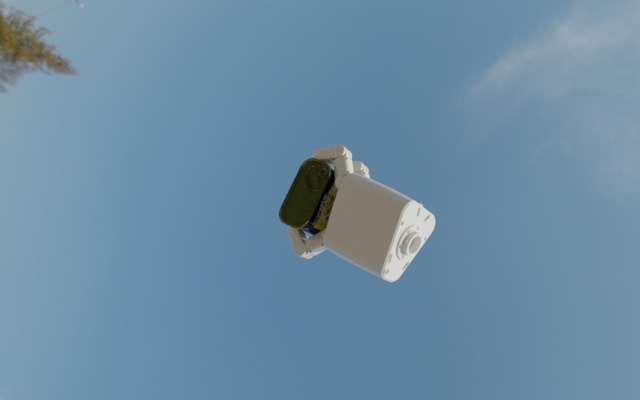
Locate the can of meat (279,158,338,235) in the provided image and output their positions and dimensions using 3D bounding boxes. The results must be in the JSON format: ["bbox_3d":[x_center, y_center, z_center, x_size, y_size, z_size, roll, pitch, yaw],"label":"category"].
[{"bbox_3d":[0.000,0.002,0.695,0.057,0.102,0.084,22,-5,40],"label":"can of meat"}]
